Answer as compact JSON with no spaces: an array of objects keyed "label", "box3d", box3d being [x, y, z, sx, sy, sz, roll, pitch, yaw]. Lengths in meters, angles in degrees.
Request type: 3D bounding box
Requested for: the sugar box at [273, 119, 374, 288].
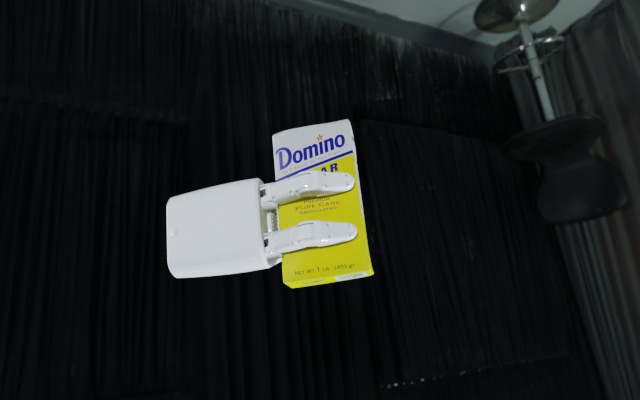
[{"label":"sugar box","box3d":[0.000,0.002,0.530,0.093,0.176,0.048,-10,-18,8]}]
